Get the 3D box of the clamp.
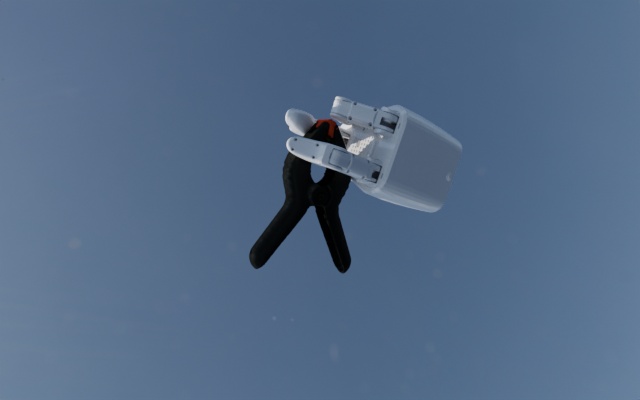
[{"bbox_3d":[0.000,0.001,0.517,0.120,0.171,0.039,18,2,-36],"label":"clamp"}]
